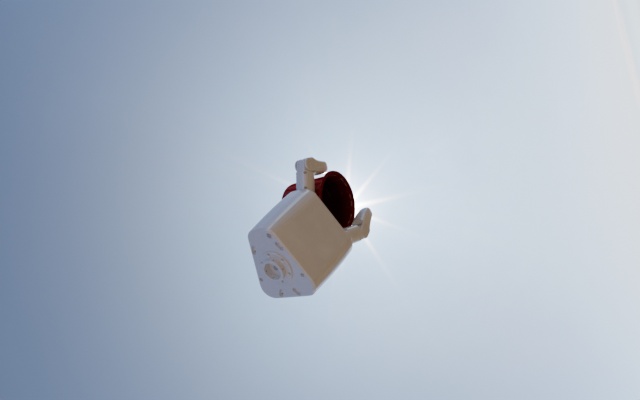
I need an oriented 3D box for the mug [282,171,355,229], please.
[{"bbox_3d":[0.001,0.002,0.736,0.081,0.093,0.117,-11,20,35],"label":"mug"}]
